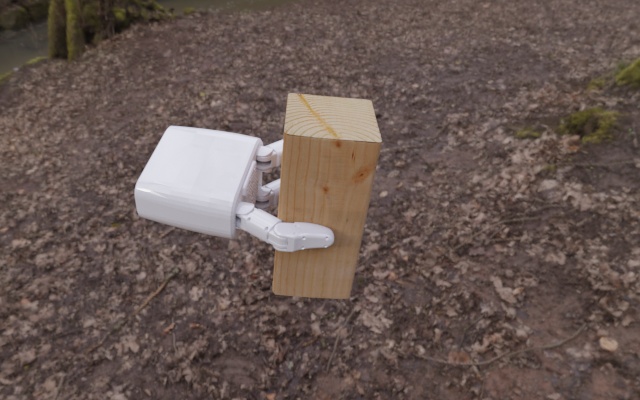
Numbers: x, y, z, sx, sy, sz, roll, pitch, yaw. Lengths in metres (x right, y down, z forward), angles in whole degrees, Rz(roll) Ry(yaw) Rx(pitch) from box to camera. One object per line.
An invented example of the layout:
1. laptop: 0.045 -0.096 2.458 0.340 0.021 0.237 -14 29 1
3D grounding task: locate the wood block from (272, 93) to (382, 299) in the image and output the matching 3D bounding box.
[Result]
1. wood block: 0.000 0.002 0.517 0.090 0.206 0.090 4 36 -4
